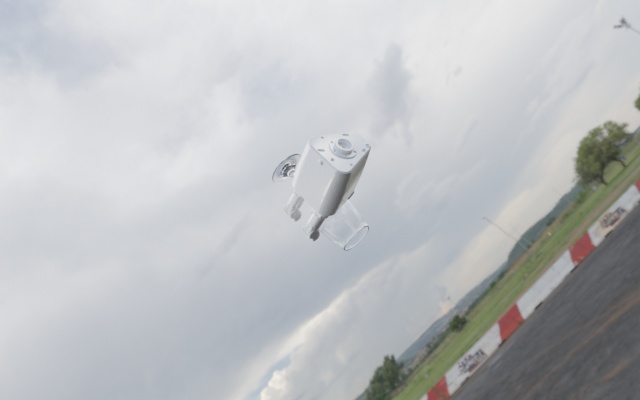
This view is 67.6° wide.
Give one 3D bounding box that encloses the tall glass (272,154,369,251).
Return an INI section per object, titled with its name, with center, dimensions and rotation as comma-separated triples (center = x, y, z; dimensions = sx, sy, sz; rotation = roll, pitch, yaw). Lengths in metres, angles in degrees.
[tall glass]
center = 0.000, 0.003, 0.895
dimensions = 0.201, 0.079, 0.079
rotation = 45, 20, 21
